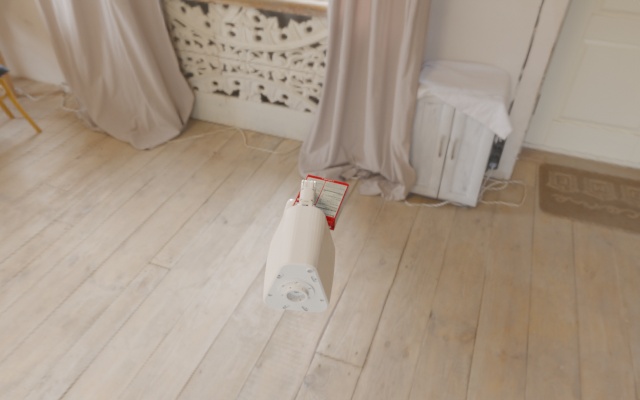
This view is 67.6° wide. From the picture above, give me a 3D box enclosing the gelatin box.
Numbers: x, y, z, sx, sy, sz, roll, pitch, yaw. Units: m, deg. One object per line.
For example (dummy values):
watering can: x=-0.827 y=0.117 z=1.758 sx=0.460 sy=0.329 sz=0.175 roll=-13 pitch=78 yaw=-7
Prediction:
gelatin box: x=0.000 y=0.002 z=0.776 sx=0.073 sy=0.030 sz=0.089 roll=13 pitch=47 yaw=11
